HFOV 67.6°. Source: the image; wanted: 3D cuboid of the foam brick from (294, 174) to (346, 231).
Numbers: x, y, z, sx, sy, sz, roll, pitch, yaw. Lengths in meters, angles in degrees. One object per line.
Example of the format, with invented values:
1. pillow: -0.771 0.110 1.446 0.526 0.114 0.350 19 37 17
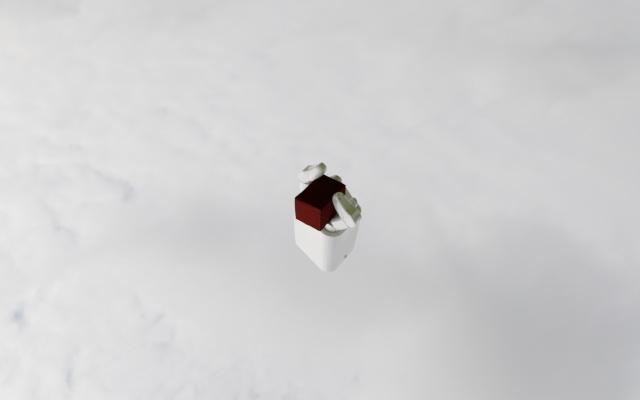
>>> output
1. foam brick: 0.000 0.003 0.787 0.053 0.051 0.078 27 48 23
